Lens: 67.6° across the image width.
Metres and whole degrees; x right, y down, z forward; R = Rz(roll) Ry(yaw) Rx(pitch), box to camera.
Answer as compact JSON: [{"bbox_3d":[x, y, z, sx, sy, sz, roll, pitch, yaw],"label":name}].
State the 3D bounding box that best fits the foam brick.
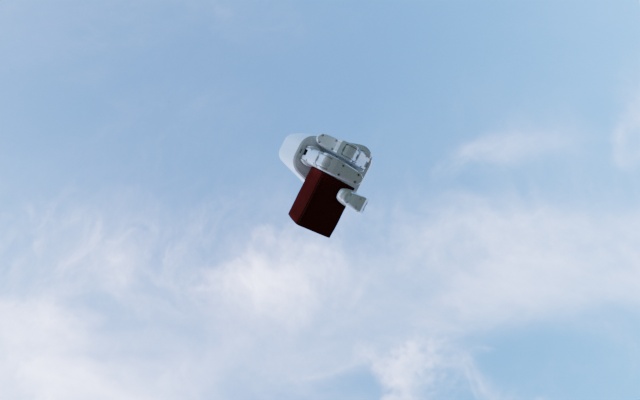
[{"bbox_3d":[0.000,0.002,0.645,0.053,0.078,0.051,26,2,-22],"label":"foam brick"}]
